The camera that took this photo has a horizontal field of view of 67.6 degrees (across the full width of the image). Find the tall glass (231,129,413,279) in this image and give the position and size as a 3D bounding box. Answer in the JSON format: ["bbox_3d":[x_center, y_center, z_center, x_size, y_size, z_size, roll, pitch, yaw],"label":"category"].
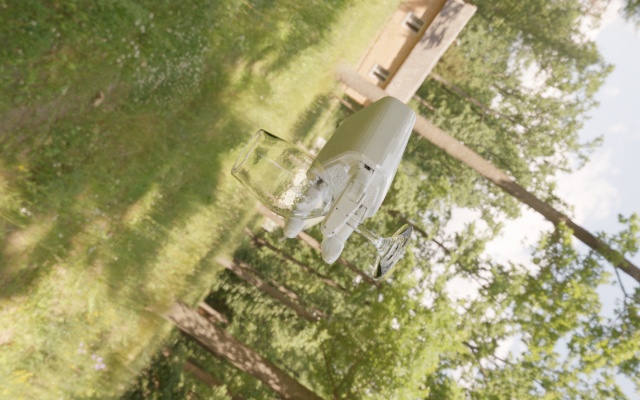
[{"bbox_3d":[0.001,0.002,0.534,0.201,0.079,0.079,34,-3,-5],"label":"tall glass"}]
